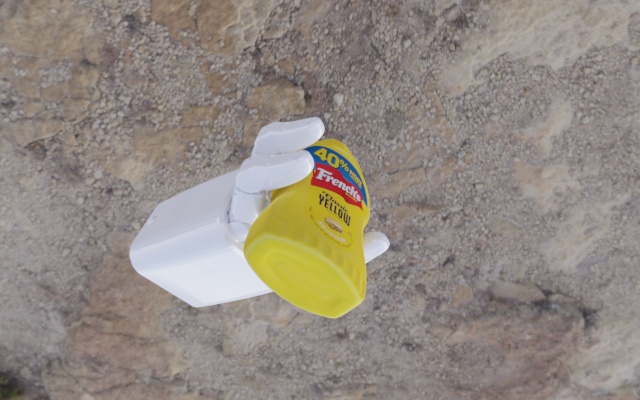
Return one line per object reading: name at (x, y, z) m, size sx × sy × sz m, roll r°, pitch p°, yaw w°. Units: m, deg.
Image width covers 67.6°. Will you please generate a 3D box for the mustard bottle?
mustard bottle at (0.000, 0.001, 0.413) m, size 0.096 × 0.191 × 0.058 m, roll 36°, pitch -57°, yaw -17°
